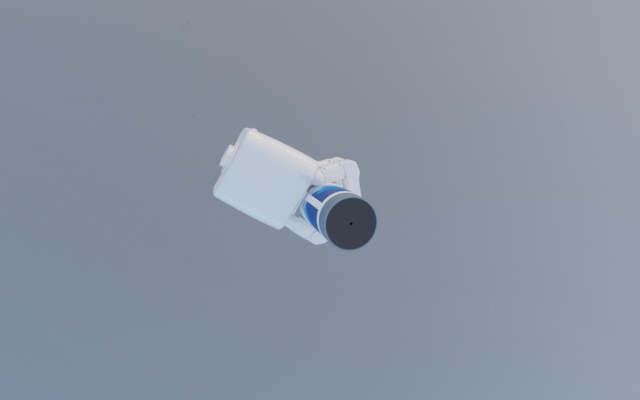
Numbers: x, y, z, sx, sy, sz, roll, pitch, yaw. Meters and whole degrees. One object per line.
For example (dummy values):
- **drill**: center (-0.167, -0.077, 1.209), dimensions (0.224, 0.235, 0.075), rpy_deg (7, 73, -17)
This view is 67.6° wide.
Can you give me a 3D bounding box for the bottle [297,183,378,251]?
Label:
- **bottle**: center (0.000, 0.002, 0.693), dimensions (0.069, 0.069, 0.295), rpy_deg (0, 10, -14)
